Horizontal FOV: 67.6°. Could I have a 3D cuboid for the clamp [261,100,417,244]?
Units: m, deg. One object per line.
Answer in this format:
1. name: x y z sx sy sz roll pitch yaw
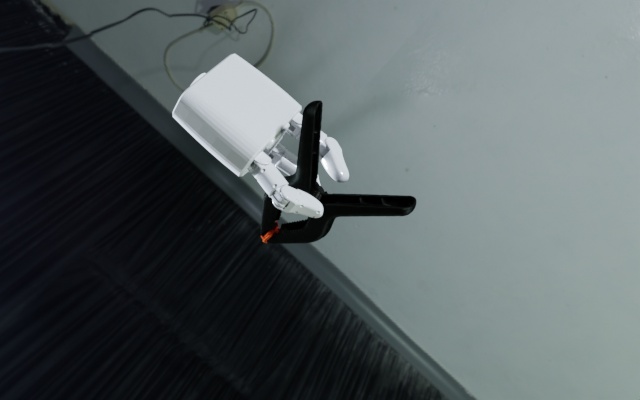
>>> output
1. clamp: -0.001 0.002 0.576 0.210 0.164 0.036 -47 5 40
